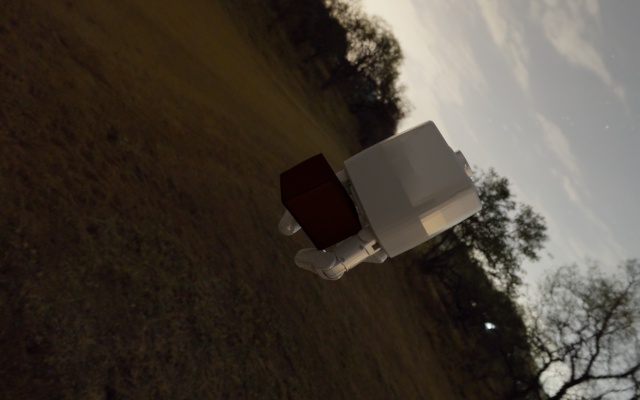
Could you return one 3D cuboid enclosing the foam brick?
[{"bbox_3d":[0.000,0.002,0.487,0.051,0.078,0.053,-27,37,12],"label":"foam brick"}]
